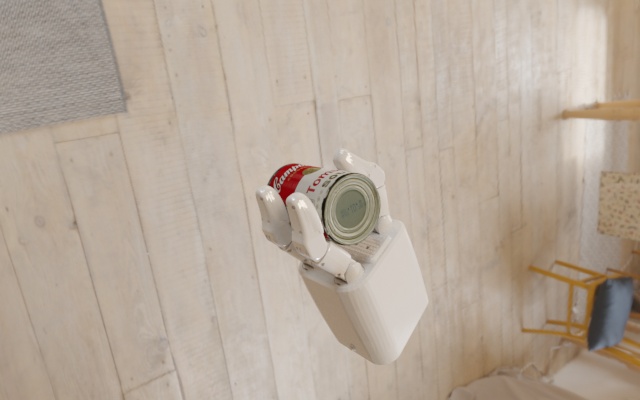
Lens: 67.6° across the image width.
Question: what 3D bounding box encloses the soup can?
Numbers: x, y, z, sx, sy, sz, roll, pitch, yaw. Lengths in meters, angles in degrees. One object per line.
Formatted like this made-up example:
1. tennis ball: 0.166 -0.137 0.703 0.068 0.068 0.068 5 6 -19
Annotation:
1. soup can: 0.000 0.001 0.463 0.068 0.068 0.102 0 8 -36
